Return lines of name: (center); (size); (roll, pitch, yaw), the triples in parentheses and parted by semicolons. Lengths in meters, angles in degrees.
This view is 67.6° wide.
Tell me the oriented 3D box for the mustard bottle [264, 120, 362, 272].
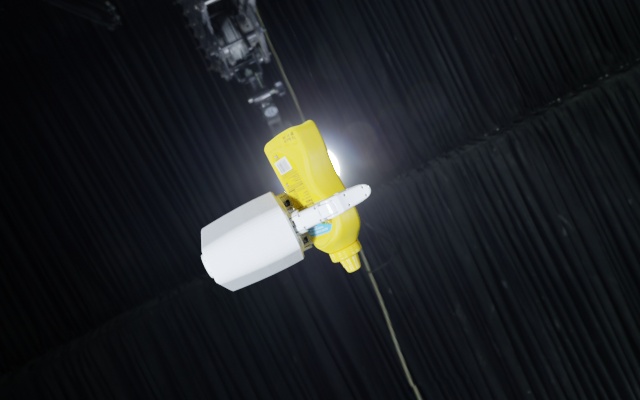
mustard bottle: (0.000, 0.002, 0.599); (0.058, 0.191, 0.096); (-28, 3, -31)
